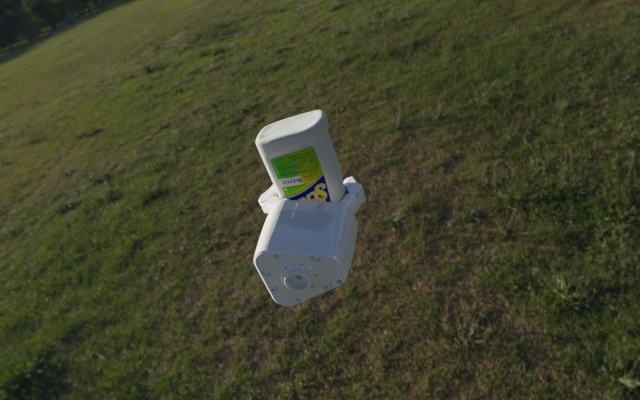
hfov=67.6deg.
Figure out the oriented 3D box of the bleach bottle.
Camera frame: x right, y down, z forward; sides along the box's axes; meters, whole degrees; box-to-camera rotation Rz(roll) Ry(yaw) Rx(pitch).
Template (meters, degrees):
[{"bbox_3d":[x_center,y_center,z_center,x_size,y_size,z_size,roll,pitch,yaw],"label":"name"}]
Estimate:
[{"bbox_3d":[0.000,0.002,0.690,0.102,0.251,0.068,-13,30,18],"label":"bleach bottle"}]
